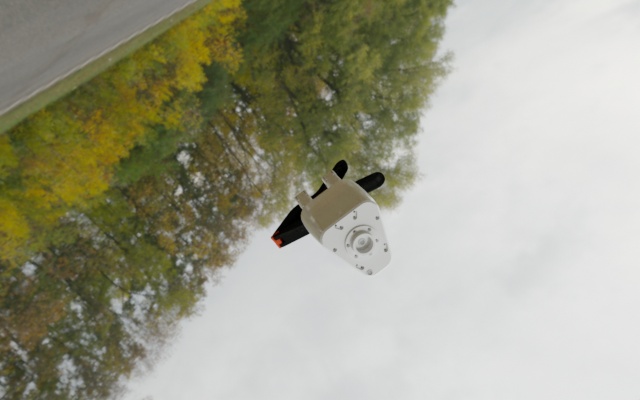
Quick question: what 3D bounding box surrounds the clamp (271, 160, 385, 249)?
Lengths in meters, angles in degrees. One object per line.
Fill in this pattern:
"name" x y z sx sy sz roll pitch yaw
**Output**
"clamp" 0.000 0.004 0.834 0.210 0.036 0.164 -38 22 -2
